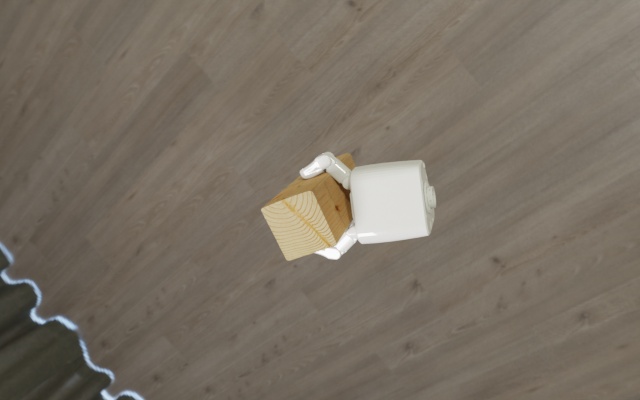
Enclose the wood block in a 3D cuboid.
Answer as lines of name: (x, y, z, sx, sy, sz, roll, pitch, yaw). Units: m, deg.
wood block: (0.000, 0.002, 0.773, 0.090, 0.091, 0.206, -20, 12, 24)
